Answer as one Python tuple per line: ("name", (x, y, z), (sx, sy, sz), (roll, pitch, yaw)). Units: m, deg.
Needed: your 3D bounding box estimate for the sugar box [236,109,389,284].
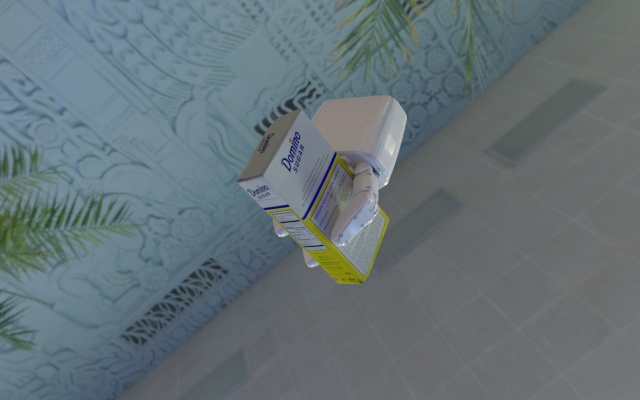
("sugar box", (0.000, 0.002, 0.500), (0.048, 0.093, 0.176), (-11, -48, 43))
